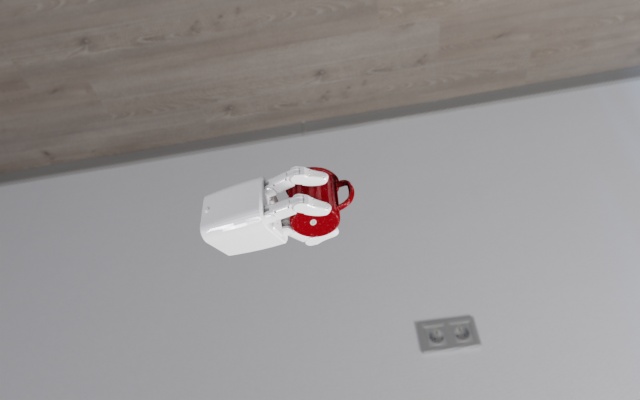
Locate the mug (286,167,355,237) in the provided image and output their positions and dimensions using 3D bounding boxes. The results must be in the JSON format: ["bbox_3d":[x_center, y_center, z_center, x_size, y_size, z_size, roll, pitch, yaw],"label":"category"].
[{"bbox_3d":[0.002,0.002,0.779,0.117,0.081,0.093,-16,-41,13],"label":"mug"}]
